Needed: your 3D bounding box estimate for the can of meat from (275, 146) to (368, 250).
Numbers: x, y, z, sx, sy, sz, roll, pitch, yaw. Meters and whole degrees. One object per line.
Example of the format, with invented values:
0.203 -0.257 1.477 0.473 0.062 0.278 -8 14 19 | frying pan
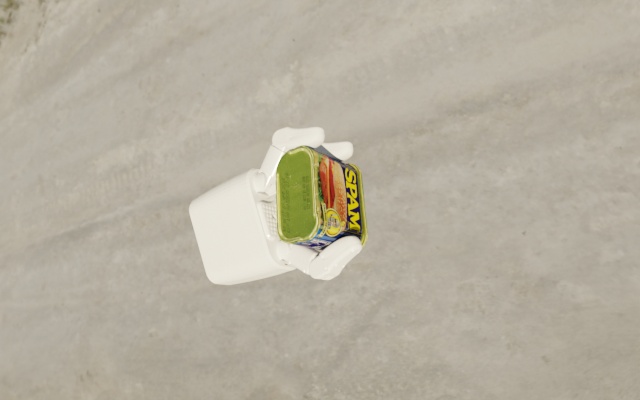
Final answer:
0.000 0.002 0.496 0.057 0.102 0.084 -17 -21 35 | can of meat
